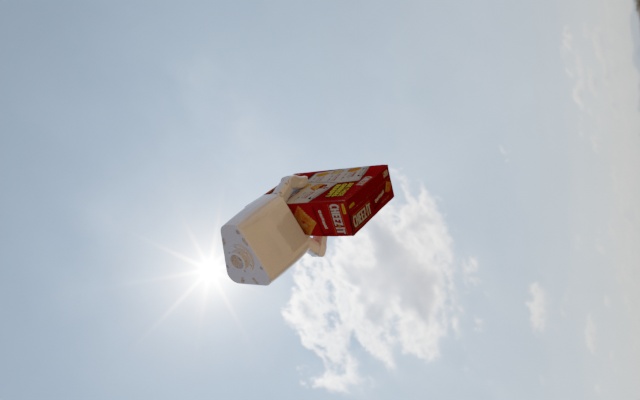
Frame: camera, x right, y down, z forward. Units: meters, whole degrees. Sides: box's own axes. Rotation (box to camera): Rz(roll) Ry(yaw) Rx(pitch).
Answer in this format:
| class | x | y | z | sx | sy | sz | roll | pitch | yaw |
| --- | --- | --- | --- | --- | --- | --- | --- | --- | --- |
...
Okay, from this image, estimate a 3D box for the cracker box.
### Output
| class | x | y | z | sx | sy | sz | roll | pitch | yaw |
| --- | --- | --- | --- | --- | --- | --- | --- | --- | --- |
| cracker box | 0.000 | 0.003 | 0.849 | 0.213 | 0.072 | 0.164 | -3 | 22 | 35 |
